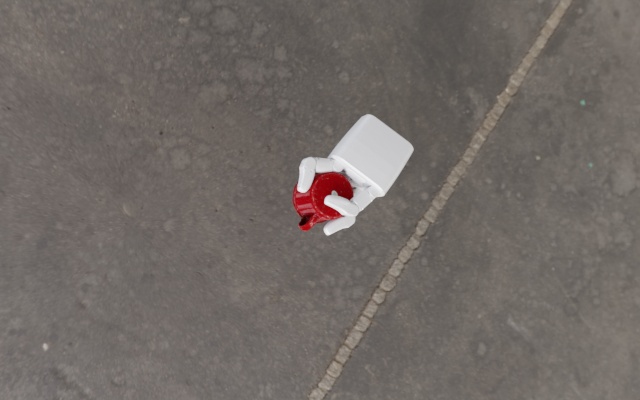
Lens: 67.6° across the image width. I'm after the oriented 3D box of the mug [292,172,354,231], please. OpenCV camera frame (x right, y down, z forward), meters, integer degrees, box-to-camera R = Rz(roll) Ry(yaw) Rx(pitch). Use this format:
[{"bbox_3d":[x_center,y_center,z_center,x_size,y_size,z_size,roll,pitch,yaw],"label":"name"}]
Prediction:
[{"bbox_3d":[-0.001,0.004,0.837,0.093,0.117,0.081,40,-16,-15],"label":"mug"}]
